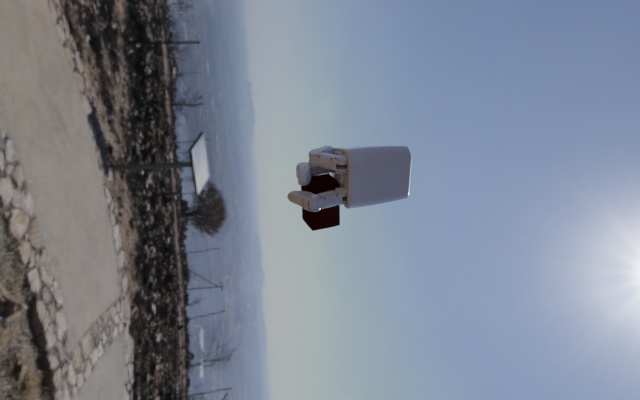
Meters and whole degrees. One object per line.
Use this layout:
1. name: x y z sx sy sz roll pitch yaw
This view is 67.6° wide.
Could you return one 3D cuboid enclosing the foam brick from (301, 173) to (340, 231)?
1. foam brick: 0.000 0.003 0.796 0.051 0.078 0.053 -10 28 -18
